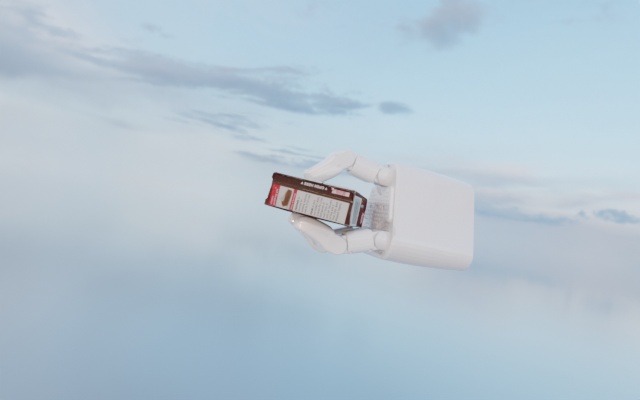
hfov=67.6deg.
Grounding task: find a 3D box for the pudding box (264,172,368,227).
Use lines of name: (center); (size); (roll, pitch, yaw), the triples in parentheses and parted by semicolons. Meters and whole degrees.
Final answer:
pudding box: (0.000, 0.002, 0.518); (0.090, 0.039, 0.113); (13, -3, 12)
